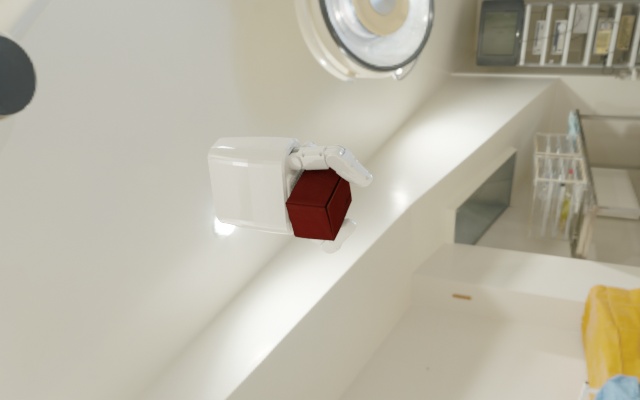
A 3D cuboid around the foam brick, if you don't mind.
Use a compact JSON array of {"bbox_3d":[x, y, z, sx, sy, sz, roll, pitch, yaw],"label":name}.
[{"bbox_3d":[0.000,0.002,0.558,0.051,0.053,0.078,4,40,20],"label":"foam brick"}]
